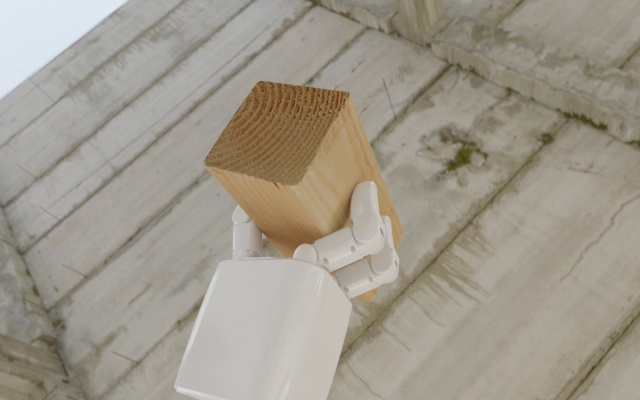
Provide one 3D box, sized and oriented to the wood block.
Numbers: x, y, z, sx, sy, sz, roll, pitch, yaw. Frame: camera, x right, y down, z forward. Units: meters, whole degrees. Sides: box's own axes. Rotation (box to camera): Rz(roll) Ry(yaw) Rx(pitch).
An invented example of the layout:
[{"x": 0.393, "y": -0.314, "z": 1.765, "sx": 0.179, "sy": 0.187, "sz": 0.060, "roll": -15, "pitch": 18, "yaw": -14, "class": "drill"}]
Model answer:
[{"x": 0.000, "y": 0.002, "z": 0.431, "sx": 0.091, "sy": 0.090, "sz": 0.206, "roll": 15, "pitch": -26, "yaw": 30, "class": "wood block"}]
